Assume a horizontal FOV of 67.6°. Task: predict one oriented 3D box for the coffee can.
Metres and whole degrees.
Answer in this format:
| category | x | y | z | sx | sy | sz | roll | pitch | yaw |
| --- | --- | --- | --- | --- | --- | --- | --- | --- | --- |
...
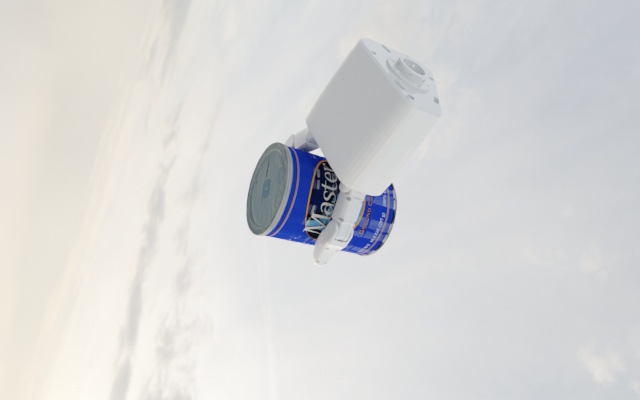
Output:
| category | x | y | z | sx | sy | sz | roll | pitch | yaw |
| --- | --- | --- | --- | --- | --- | --- | --- | --- | --- |
| coffee can | 0.000 | 0.002 | 0.544 | 0.140 | 0.103 | 0.103 | 14 | -7 | -28 |
